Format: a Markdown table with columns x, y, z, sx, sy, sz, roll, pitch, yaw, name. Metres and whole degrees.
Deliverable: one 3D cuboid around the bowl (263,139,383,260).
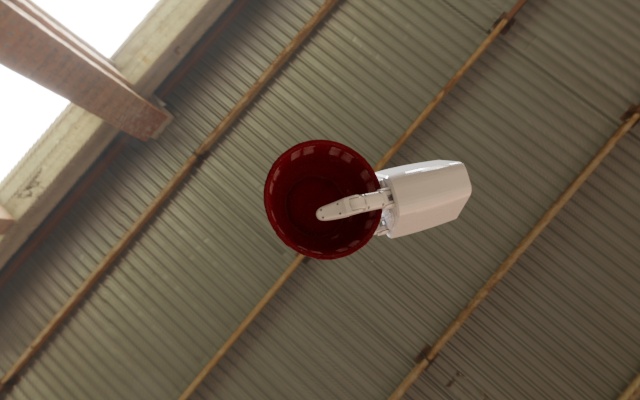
| x | y | z | sx | sy | sz | roll | pitch | yaw | name |
| --- | --- | --- | --- | --- | --- | --- | --- | --- | --- |
| -0.001 | 0.002 | 0.649 | 0.162 | 0.162 | 0.055 | 0 | -12 | -14 | bowl |
